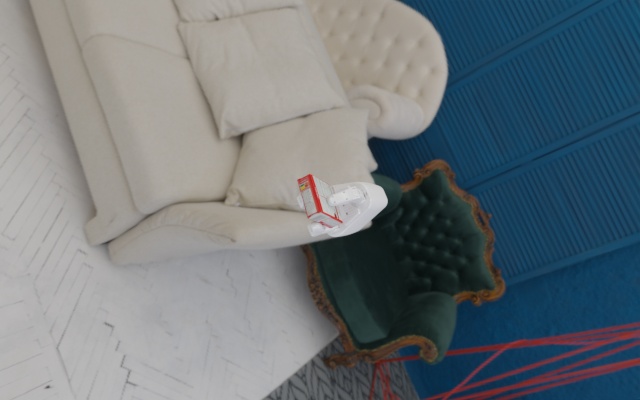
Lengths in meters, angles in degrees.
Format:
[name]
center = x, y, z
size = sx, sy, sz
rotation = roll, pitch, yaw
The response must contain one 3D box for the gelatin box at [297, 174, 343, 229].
[gelatin box]
center = 0.000, 0.002, 0.815
size = 0.030, 0.073, 0.089
rotation = -25, -24, 20
